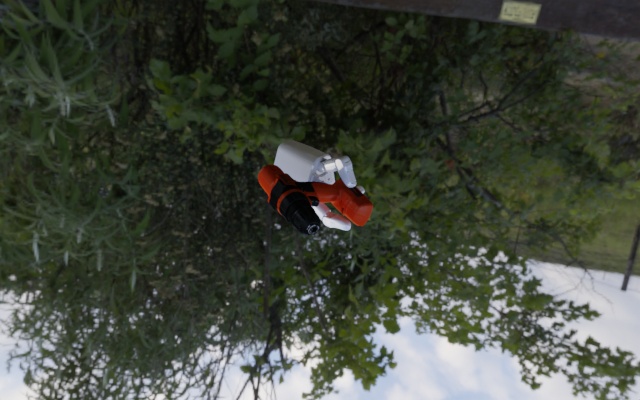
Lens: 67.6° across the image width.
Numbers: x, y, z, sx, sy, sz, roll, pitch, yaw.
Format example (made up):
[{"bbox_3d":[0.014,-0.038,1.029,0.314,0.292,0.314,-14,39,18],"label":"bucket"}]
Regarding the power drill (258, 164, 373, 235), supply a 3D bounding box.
[{"bbox_3d":[0.000,0.003,0.843,0.187,0.057,0.184,8,29,-38],"label":"power drill"}]
